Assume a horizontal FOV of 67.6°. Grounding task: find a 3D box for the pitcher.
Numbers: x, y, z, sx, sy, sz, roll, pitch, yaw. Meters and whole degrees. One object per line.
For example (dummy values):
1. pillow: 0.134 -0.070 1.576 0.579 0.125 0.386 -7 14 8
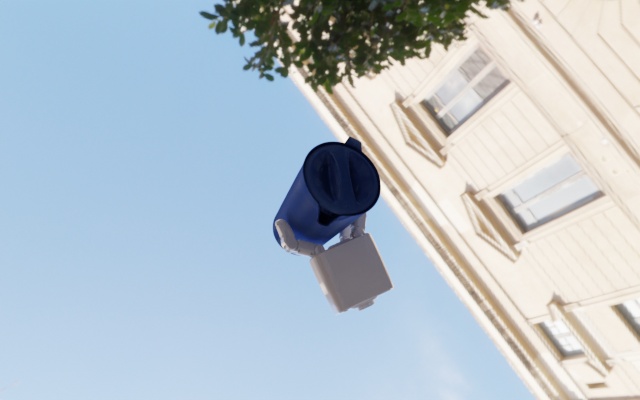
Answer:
1. pitcher: 0.000 0.003 0.851 0.149 0.145 0.243 -18 -17 -28
